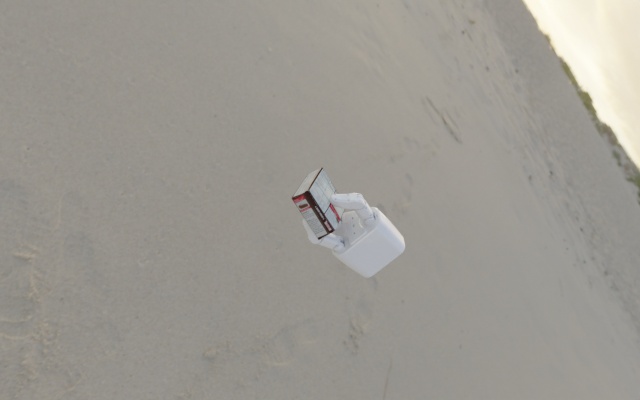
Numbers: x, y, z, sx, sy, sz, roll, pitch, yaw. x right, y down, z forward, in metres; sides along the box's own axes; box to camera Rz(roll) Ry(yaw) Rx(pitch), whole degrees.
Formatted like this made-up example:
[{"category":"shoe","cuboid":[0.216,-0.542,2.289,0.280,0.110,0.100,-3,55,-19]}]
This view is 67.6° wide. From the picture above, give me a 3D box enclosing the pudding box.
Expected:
[{"category":"pudding box","cuboid":[0.000,0.003,0.845,0.039,0.090,0.113,-27,15,22]}]
